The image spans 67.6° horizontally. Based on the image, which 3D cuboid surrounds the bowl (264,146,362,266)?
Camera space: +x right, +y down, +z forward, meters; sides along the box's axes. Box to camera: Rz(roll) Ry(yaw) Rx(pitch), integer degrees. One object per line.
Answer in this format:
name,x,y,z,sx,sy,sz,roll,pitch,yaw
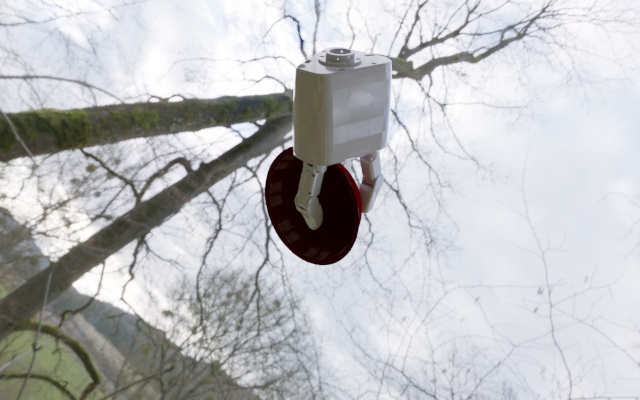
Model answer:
bowl,0.000,0.003,0.637,0.162,0.162,0.055,0,14,41
